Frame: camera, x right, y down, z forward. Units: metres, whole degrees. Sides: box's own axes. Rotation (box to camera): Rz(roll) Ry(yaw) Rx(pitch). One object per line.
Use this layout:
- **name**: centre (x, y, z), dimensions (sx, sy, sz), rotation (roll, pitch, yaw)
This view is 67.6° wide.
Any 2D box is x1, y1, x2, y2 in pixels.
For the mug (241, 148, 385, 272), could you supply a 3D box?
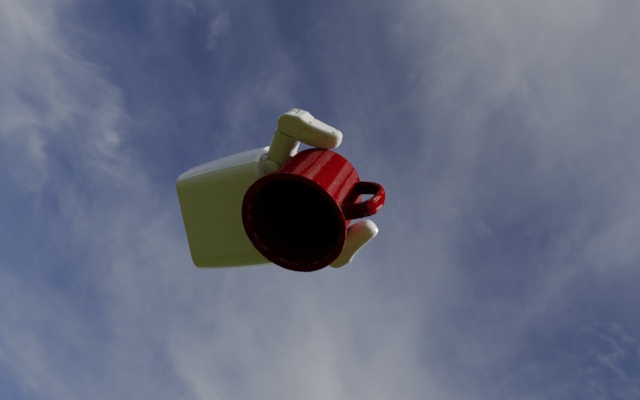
- **mug**: centre (0.001, 0.001, 0.421), dimensions (0.117, 0.093, 0.081), rotation (-9, 22, 24)
